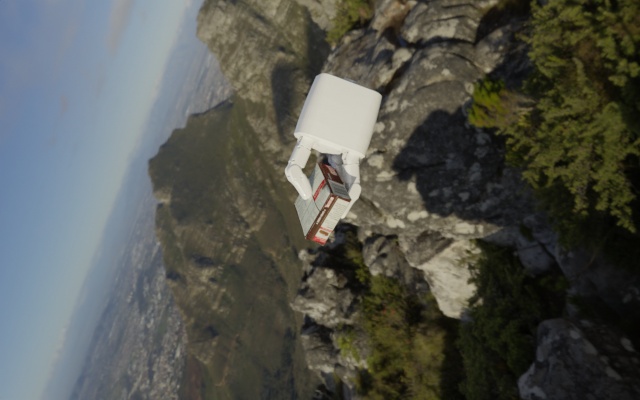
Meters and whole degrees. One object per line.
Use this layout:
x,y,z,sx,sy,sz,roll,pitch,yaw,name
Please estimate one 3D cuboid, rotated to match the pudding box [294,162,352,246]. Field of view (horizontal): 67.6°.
0.000,0.002,0.762,0.039,0.090,0.113,21,23,-22,pudding box
